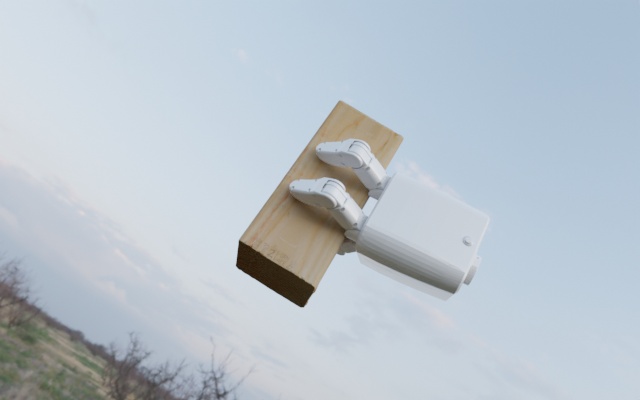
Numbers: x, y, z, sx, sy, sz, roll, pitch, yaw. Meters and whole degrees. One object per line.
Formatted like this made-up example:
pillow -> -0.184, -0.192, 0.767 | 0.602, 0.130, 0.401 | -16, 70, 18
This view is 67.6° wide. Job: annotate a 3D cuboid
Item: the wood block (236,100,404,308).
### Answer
wood block -> 0.000, 0.002, 0.535 | 0.090, 0.206, 0.091 | 31, -28, 4
